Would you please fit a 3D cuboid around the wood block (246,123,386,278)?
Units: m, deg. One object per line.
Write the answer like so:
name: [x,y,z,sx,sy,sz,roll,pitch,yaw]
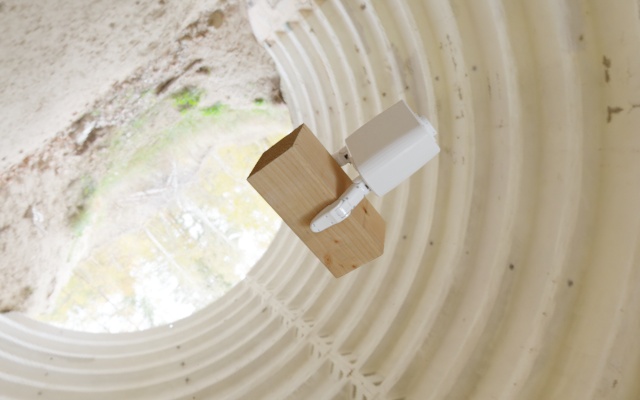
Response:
wood block: [0.000,0.002,0.708,0.090,0.206,0.090,-32,20,26]
